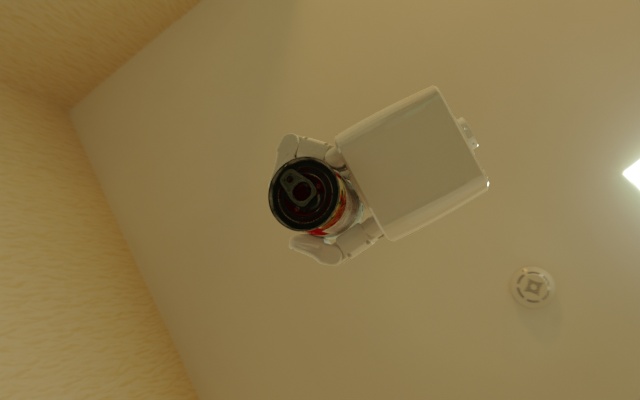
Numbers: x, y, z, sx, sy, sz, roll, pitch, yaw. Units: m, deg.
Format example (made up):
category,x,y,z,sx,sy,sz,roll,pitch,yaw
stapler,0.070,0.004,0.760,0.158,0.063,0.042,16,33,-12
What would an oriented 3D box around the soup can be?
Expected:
category,x,y,z,sx,sy,sz,roll,pitch,yaw
soup can,0.000,0.002,0.470,0.068,0.068,0.102,0,-9,18
